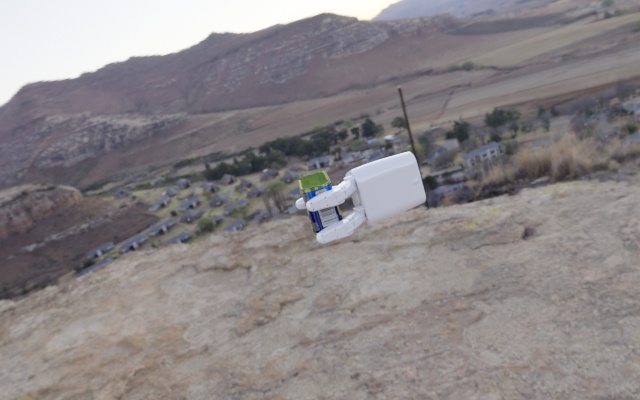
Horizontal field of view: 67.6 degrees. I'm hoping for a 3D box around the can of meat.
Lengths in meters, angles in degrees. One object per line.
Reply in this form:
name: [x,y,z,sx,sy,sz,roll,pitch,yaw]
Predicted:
can of meat: [0.000,0.002,0.805,0.057,0.084,0.102,-18,17,-1]
